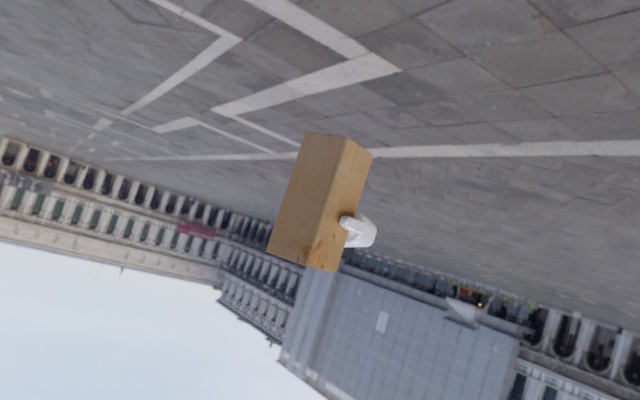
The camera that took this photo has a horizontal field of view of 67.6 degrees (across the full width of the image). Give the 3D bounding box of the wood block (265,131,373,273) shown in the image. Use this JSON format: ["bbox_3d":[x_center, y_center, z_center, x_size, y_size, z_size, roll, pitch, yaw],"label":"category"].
[{"bbox_3d":[0.001,0.003,0.778,0.091,0.206,0.090,14,-6,36],"label":"wood block"}]
